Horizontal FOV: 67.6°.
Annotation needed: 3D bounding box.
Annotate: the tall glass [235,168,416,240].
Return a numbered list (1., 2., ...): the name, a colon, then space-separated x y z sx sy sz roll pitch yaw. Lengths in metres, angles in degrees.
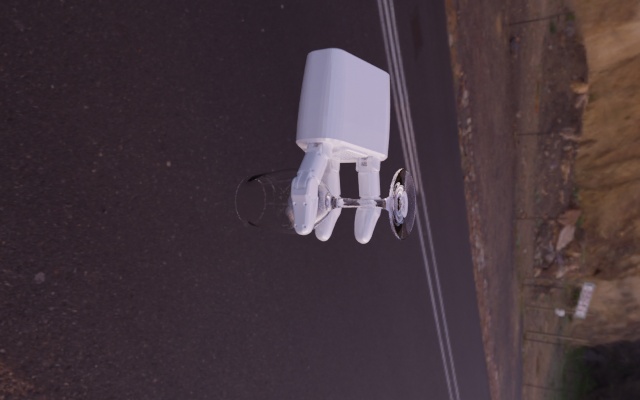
1. tall glass: 0.001 0.002 0.543 0.201 0.079 0.079 1 0 30
